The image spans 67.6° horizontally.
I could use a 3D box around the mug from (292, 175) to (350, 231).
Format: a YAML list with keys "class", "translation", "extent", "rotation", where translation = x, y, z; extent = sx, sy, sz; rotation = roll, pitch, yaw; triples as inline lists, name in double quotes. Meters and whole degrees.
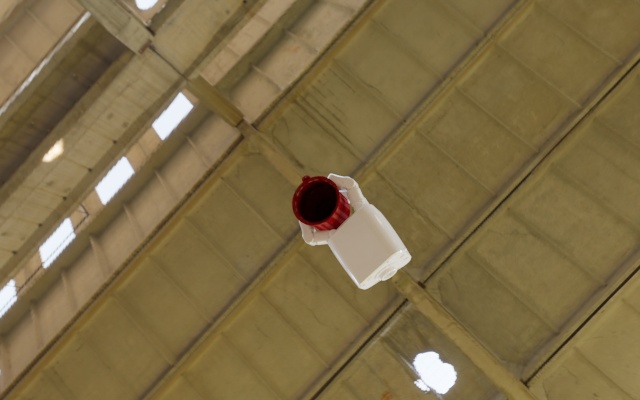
- class: "mug"
  translation: [-0.001, 0.002, 0.891]
  extent: [0.093, 0.117, 0.081]
  rotation: [-37, -27, 8]
